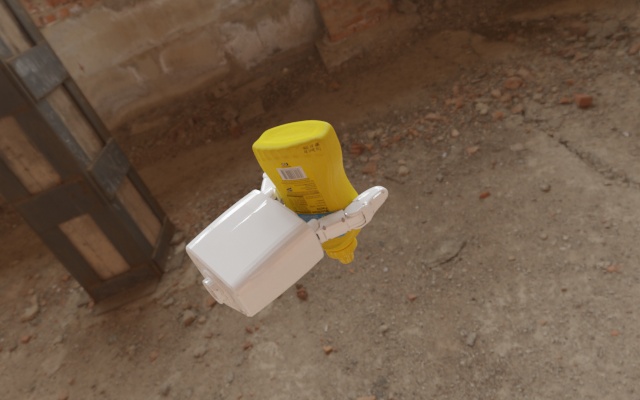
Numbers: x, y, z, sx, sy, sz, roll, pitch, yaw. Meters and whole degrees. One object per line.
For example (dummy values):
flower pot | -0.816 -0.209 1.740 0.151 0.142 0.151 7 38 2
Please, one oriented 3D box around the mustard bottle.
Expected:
mustard bottle | 0.000 0.001 0.563 0.096 0.192 0.058 -3 37 31
